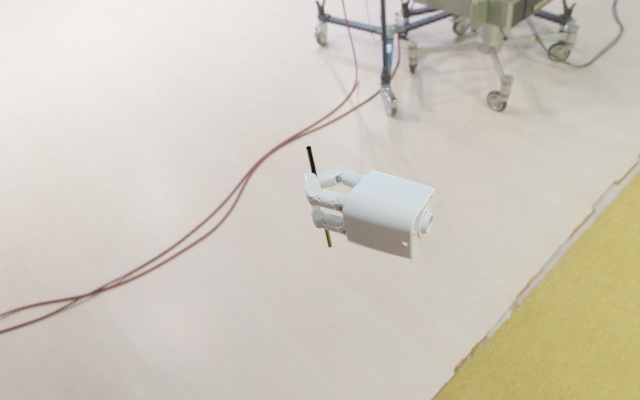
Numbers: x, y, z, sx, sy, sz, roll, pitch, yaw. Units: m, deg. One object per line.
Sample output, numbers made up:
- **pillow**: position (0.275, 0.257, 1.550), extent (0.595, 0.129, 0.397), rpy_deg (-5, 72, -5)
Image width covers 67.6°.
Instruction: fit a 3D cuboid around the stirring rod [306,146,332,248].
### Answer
- **stirring rod**: position (0.000, 0.003, 0.796), extent (0.011, 0.011, 0.240), rpy_deg (0, -42, 12)
